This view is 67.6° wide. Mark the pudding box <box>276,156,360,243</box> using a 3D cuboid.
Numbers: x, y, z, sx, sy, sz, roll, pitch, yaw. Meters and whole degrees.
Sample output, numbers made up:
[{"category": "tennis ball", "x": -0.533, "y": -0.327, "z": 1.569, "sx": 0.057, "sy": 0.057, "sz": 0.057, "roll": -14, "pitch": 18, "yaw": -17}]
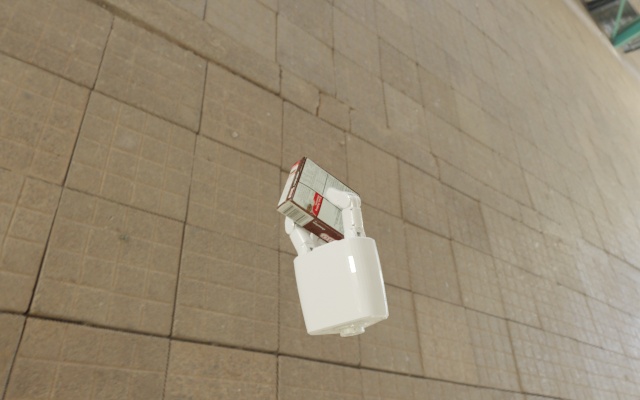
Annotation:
[{"category": "pudding box", "x": 0.000, "y": 0.002, "z": 0.704, "sx": 0.113, "sy": 0.090, "sz": 0.039, "roll": 36, "pitch": -43, "yaw": -23}]
